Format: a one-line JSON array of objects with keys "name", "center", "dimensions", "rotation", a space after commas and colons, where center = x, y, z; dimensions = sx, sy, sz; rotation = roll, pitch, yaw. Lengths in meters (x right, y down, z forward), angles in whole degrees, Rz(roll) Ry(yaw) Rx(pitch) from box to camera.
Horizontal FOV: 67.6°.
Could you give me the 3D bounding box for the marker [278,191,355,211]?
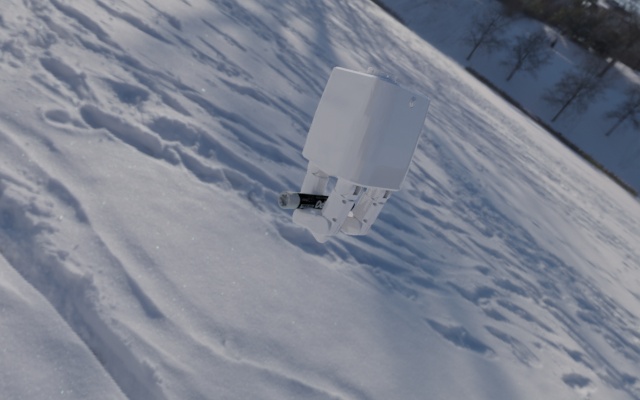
[{"name": "marker", "center": [0.000, 0.002, 0.550], "dimensions": [0.020, 0.020, 0.121], "rotation": [0, -3, 40]}]
